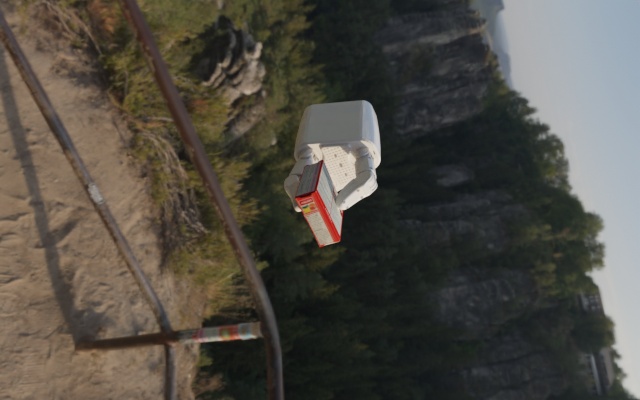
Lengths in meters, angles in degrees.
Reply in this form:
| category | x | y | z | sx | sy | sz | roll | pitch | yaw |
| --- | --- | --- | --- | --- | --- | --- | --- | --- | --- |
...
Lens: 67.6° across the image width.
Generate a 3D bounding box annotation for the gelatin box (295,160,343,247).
| category | x | y | z | sx | sy | sz | roll | pitch | yaw |
| --- | --- | --- | --- | --- | --- | --- | --- | --- | --- |
| gelatin box | 0.000 | 0.002 | 0.588 | 0.030 | 0.073 | 0.089 | -18 | 26 | 15 |
